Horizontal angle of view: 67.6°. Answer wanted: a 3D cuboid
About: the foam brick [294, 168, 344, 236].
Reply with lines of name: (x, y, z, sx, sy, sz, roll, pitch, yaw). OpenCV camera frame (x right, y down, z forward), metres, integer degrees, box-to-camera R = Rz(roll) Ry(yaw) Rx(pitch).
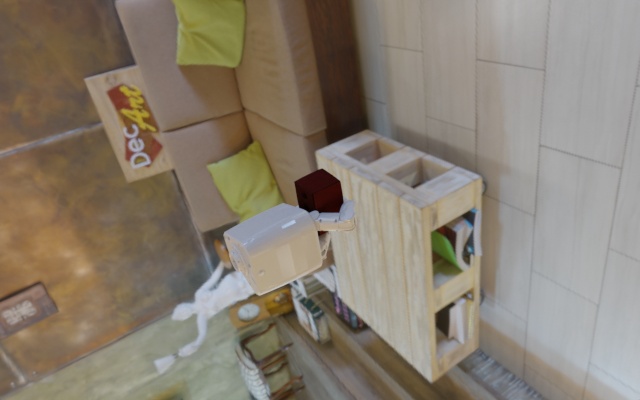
foam brick: (0.000, 0.002, 0.715, 0.051, 0.078, 0.053, -24, 34, -23)
